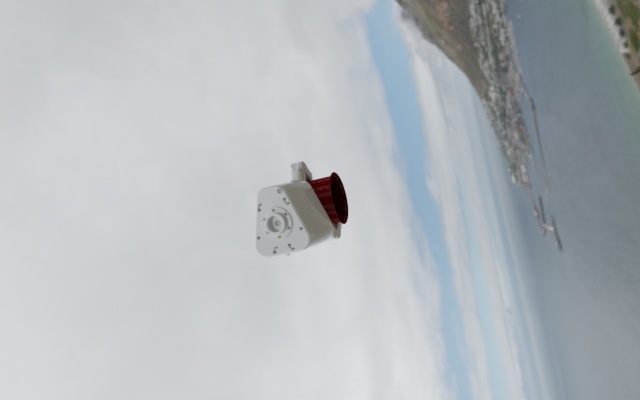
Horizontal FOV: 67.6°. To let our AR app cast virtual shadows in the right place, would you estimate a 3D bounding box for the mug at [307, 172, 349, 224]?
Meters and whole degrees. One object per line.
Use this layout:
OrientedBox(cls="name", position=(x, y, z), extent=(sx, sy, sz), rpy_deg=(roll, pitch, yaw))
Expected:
OrientedBox(cls="mug", position=(0.000, 0.003, 0.854), extent=(0.081, 0.093, 0.117), rpy_deg=(-12, -1, 19))
